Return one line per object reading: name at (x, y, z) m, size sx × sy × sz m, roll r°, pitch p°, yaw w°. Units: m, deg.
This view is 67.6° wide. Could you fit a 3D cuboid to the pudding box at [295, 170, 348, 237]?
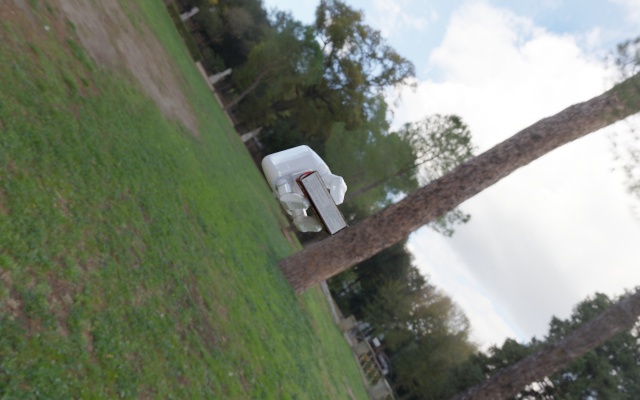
pudding box at (0.000, 0.003, 0.833) m, size 0.039 × 0.113 × 0.090 m, roll -32°, pitch 6°, yaw -4°
